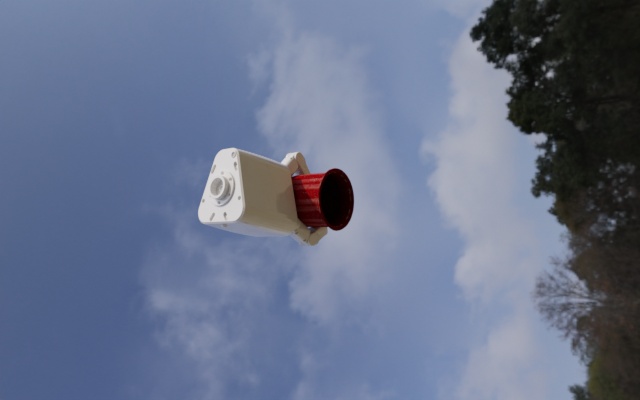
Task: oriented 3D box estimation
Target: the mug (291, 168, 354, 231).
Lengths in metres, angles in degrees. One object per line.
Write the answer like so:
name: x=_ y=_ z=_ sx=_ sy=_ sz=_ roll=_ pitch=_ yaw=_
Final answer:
mug: x=0.001 y=0.003 z=0.740 sx=0.081 sy=0.093 sz=0.117 roll=-2 pitch=-14 yaw=37
